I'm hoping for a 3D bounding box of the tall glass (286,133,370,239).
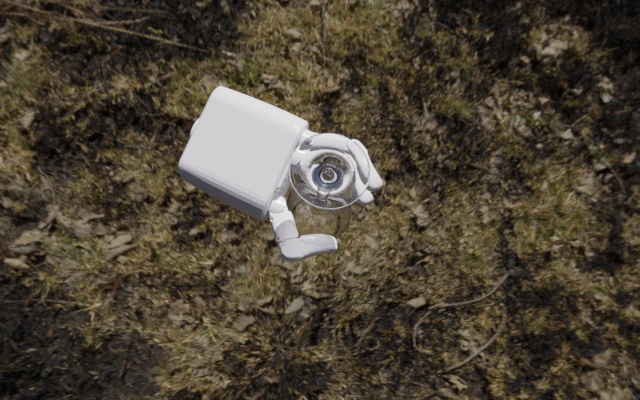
[{"bbox_3d":[0.000,0.002,0.523,0.079,0.079,0.201,0,-17,-4],"label":"tall glass"}]
